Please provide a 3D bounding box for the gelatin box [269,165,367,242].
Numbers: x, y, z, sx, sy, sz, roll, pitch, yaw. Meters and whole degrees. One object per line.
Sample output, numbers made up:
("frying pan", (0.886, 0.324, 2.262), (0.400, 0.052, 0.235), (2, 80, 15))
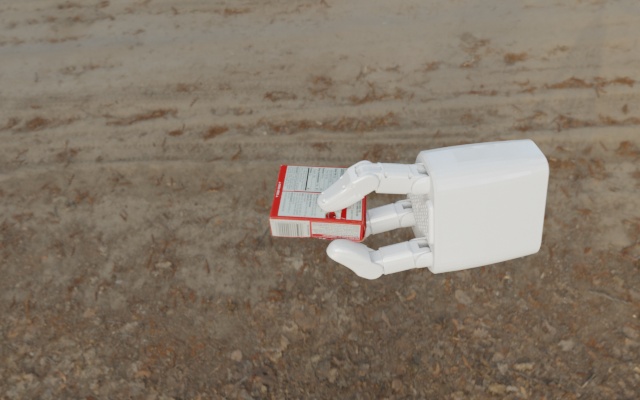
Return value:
("gelatin box", (0.000, 0.001, 0.460), (0.089, 0.073, 0.030), (3, -43, 3))
